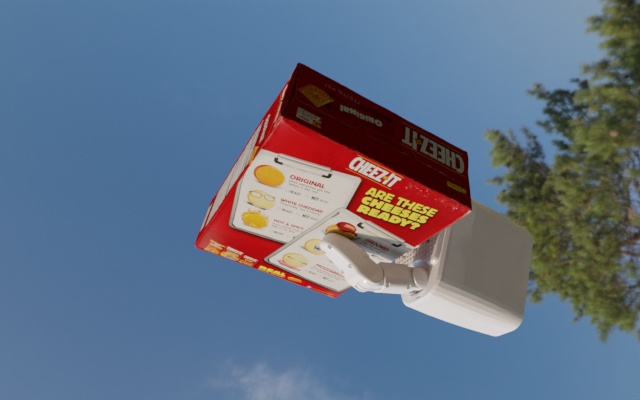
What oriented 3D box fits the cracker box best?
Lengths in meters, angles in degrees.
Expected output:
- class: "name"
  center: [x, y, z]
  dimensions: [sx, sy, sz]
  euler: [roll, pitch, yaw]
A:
- class: "cracker box"
  center: [0.000, 0.002, 0.433]
  dimensions: [0.164, 0.072, 0.214]
  euler: [24, -39, -18]
